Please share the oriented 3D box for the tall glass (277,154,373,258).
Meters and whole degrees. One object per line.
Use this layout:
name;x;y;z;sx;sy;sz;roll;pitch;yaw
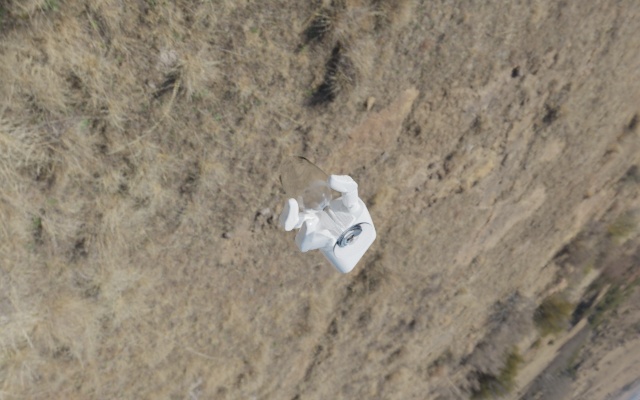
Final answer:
tall glass;0.000;0.003;0.803;0.079;0.079;0.201;0;38;-41
